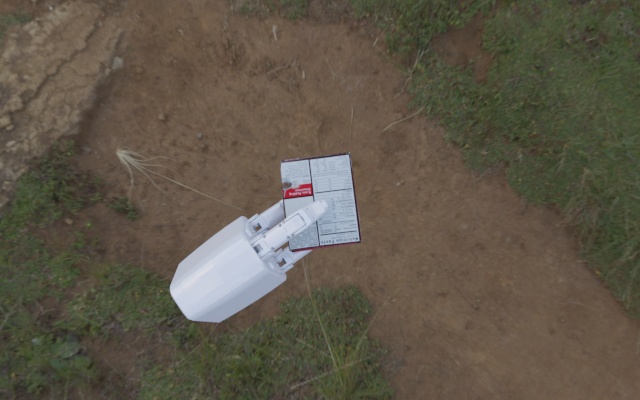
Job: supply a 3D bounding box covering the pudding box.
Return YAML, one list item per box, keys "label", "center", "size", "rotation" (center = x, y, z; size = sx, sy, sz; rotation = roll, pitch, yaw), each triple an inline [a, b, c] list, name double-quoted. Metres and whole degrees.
- label: "pudding box"
  center: [0.000, 0.002, 0.584]
  size: [0.090, 0.113, 0.039]
  rotation: [-7, 0, 2]
